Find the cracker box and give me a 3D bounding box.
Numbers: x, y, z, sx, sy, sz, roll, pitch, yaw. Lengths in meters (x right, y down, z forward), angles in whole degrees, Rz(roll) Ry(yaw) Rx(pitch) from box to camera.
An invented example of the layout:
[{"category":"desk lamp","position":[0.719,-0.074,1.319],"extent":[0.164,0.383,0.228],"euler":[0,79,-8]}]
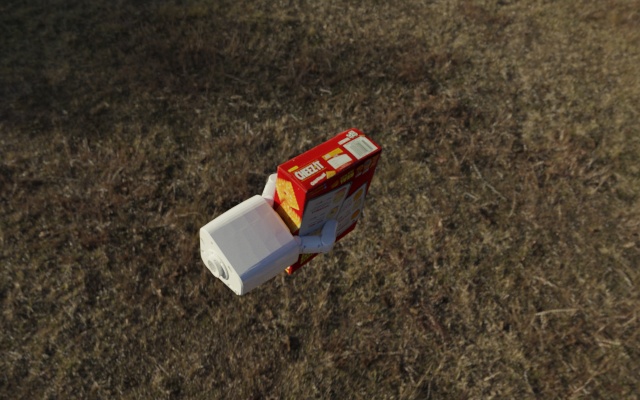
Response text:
[{"category":"cracker box","position":[0.000,0.003,0.785],"extent":[0.164,0.214,0.072],"euler":[-32,62,-32]}]
